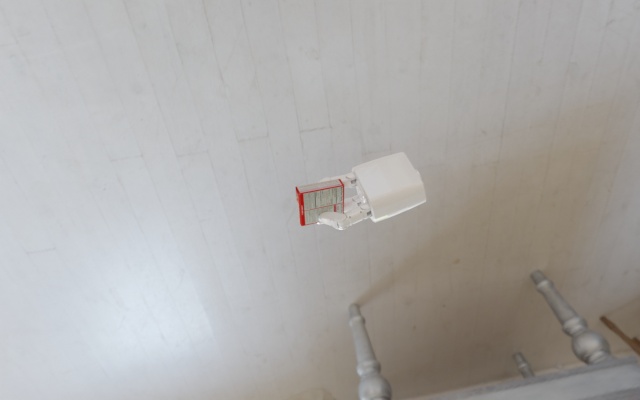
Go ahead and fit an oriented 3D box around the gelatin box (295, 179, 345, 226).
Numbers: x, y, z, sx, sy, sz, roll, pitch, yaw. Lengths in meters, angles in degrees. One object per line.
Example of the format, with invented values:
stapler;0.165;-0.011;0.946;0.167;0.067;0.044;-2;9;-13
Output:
gelatin box;0.000;0.003;0.890;0.089;0.073;0.030;-12;34;-14
